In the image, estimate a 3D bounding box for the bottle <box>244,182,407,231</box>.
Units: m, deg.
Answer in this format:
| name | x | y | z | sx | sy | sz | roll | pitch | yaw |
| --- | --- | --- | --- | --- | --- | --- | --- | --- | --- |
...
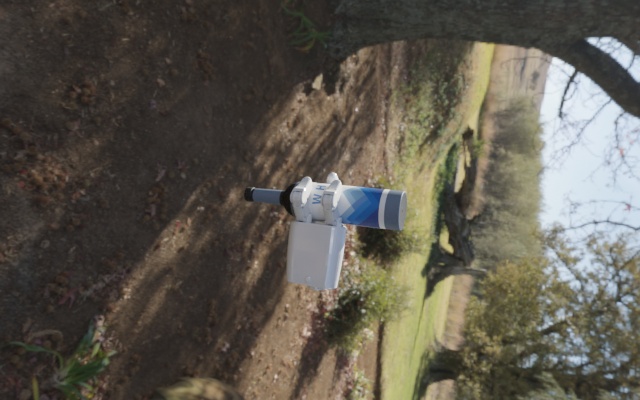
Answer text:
| name | x | y | z | sx | sy | sz | roll | pitch | yaw |
| --- | --- | --- | --- | --- | --- | --- | --- | --- | --- |
| bottle | 0.000 | 0.003 | 0.845 | 0.295 | 0.069 | 0.069 | 6 | 2 | 20 |
